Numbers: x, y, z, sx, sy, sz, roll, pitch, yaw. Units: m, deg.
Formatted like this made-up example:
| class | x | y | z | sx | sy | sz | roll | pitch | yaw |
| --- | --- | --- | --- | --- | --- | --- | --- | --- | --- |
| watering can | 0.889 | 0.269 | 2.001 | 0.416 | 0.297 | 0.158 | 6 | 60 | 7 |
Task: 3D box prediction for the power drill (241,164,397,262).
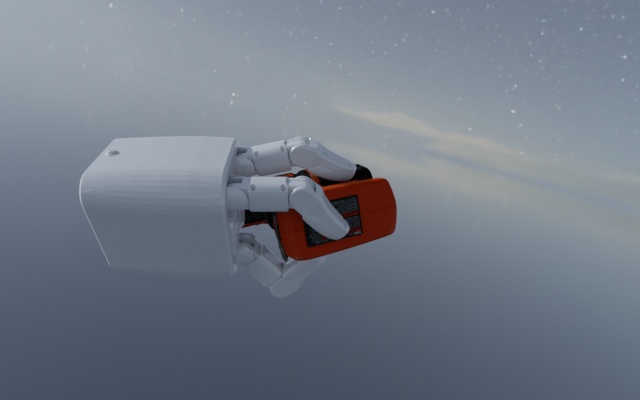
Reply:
| class | x | y | z | sx | sy | sz | roll | pitch | yaw |
| --- | --- | --- | --- | --- | --- | --- | --- | --- | --- |
| power drill | 0.000 | 0.002 | 0.484 | 0.184 | 0.057 | 0.187 | -15 | 11 | -18 |
